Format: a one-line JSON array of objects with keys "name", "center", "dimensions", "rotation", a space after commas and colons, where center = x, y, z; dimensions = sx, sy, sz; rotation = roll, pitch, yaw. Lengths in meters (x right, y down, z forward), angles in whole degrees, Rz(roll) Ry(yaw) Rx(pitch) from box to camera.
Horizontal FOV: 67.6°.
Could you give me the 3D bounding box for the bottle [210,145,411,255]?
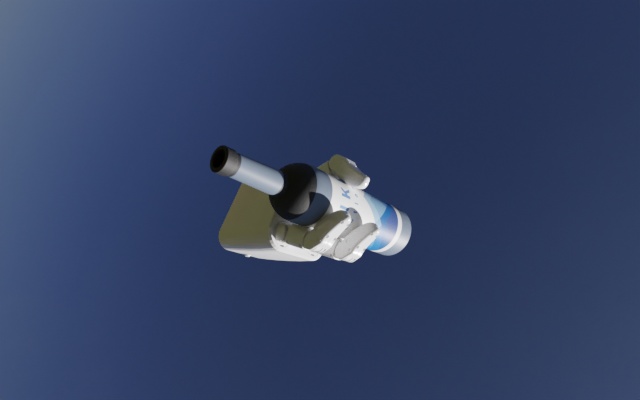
[{"name": "bottle", "center": [0.000, 0.002, 0.552], "dimensions": [0.069, 0.069, 0.296], "rotation": [0, -16, 43]}]
